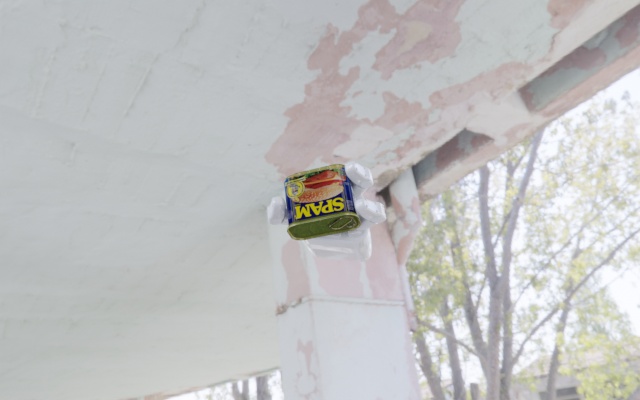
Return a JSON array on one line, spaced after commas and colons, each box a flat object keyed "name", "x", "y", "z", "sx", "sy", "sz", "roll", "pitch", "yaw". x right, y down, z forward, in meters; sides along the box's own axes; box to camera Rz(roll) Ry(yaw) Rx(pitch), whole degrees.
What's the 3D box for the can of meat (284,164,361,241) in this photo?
[{"name": "can of meat", "x": 0.000, "y": 0.002, "z": 0.683, "sx": 0.102, "sy": 0.084, "sz": 0.057, "roll": -12, "pitch": -28, "yaw": 7}]
